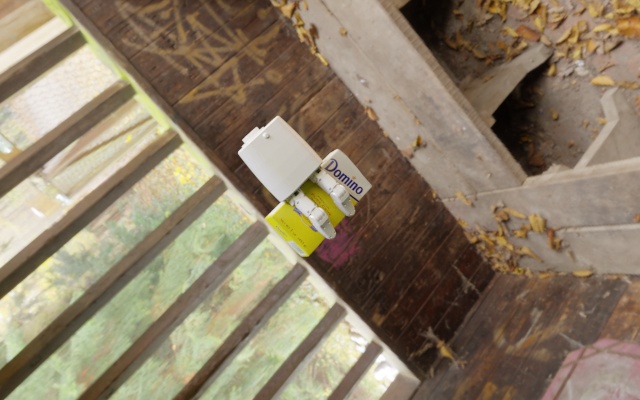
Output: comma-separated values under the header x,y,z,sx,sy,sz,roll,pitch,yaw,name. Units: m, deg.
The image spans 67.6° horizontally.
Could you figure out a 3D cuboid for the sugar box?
x,y,z,sx,sy,sz,roll,pitch,yaw,name
0.000,0.003,0.814,0.176,0.093,0.048,-47,12,-20,sugar box
